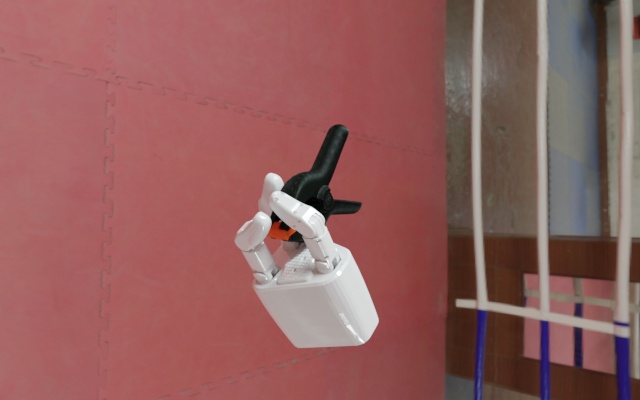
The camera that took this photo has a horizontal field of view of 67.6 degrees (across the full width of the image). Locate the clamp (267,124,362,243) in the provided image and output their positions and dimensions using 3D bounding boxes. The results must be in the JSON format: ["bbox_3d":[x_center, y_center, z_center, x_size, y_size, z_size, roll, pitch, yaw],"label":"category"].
[{"bbox_3d":[0.000,0.002,0.559,0.039,0.120,0.171,3,39,39],"label":"clamp"}]
